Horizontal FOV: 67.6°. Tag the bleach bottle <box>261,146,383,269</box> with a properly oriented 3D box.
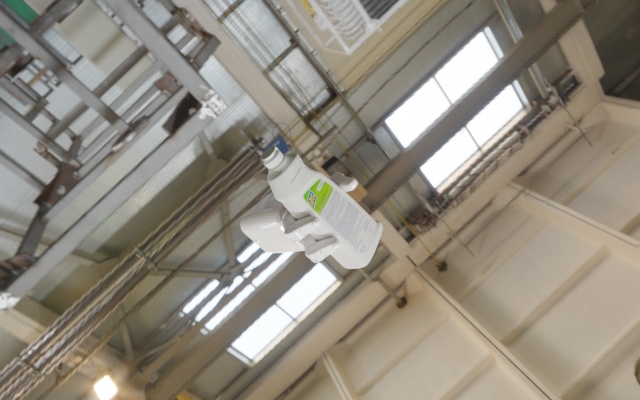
[{"bbox_3d":[0.000,0.003,0.774,0.068,0.102,0.251,-12,-48,43],"label":"bleach bottle"}]
